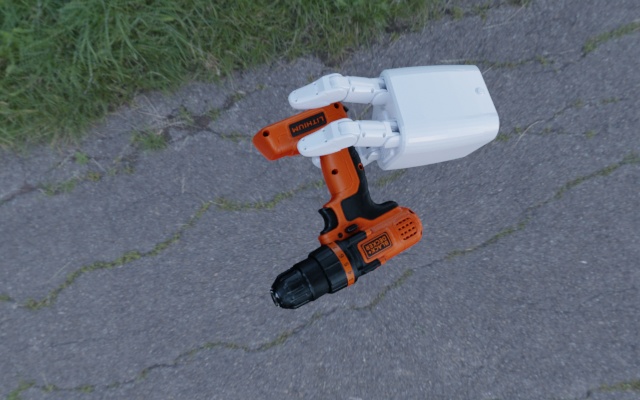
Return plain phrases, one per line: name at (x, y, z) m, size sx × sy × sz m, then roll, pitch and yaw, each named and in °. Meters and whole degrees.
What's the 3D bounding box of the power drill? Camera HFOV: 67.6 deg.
power drill at (0.000, 0.001, 0.514) m, size 0.184 × 0.187 × 0.057 m, roll -26°, pitch 2°, yaw -21°
